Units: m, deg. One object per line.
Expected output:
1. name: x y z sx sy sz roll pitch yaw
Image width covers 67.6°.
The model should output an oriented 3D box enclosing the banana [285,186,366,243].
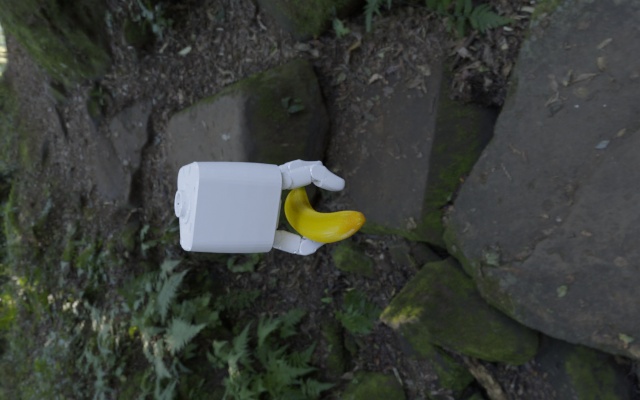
1. banana: -0.007 0.018 0.630 0.037 0.069 0.197 12 12 -29
